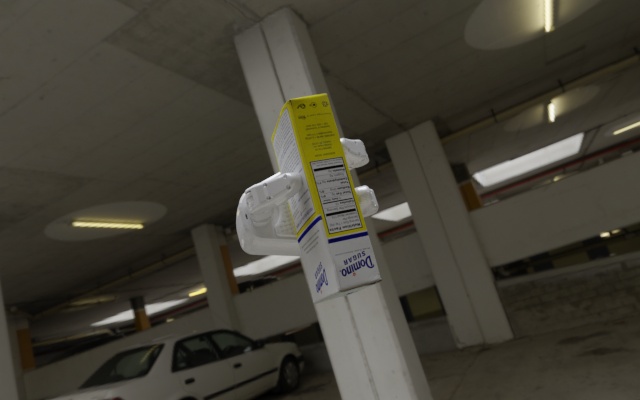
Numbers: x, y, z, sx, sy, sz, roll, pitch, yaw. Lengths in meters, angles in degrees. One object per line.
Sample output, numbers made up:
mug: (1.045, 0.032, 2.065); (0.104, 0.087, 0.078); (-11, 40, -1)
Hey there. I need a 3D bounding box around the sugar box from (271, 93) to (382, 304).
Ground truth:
sugar box: (0.001, 0.001, 0.445); (0.048, 0.176, 0.093); (-13, -13, -18)
